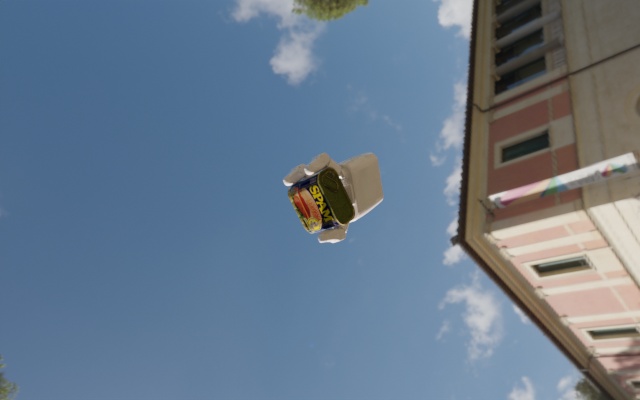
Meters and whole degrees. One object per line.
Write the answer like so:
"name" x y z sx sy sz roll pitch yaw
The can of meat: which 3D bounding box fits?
"can of meat" 0.000 0.003 0.852 0.084 0.102 0.057 -21 8 41
